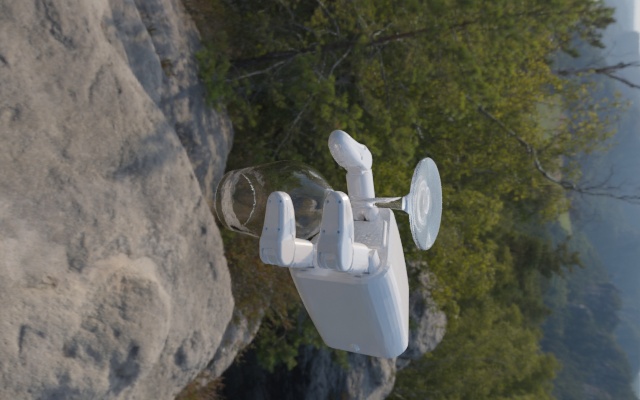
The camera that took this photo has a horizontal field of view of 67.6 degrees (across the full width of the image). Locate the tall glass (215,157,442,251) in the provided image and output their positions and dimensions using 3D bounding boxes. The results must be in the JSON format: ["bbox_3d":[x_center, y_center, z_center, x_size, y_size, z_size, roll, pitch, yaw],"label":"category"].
[{"bbox_3d":[0.001,0.001,0.430,0.201,0.079,0.079,1,1,31],"label":"tall glass"}]
